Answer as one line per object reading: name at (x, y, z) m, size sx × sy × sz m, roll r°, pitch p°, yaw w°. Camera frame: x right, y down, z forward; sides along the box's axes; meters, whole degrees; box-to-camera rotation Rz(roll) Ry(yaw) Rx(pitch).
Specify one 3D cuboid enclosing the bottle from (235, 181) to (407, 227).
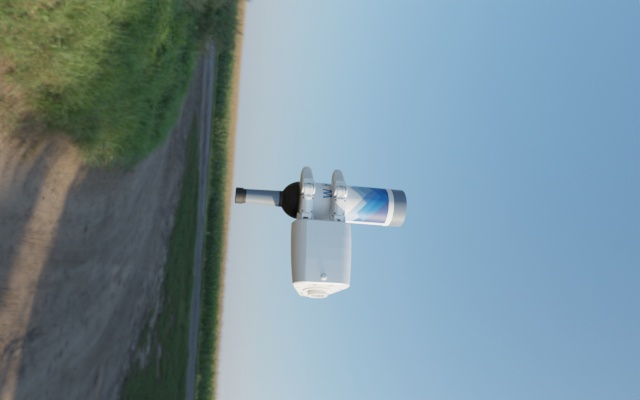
bottle at (0.000, 0.003, 0.835) m, size 0.296 × 0.069 × 0.069 m, roll 5°, pitch -1°, yaw -11°
